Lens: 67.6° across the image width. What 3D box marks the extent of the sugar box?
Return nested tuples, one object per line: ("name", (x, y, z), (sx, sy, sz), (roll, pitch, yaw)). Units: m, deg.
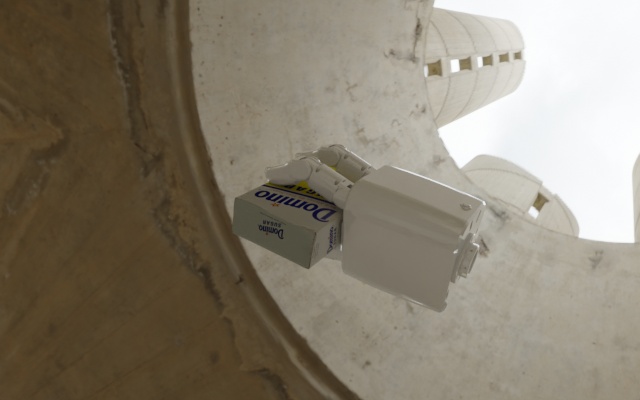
("sugar box", (0.000, 0.001, 0.501), (0.093, 0.048, 0.176), (22, 27, 24))
